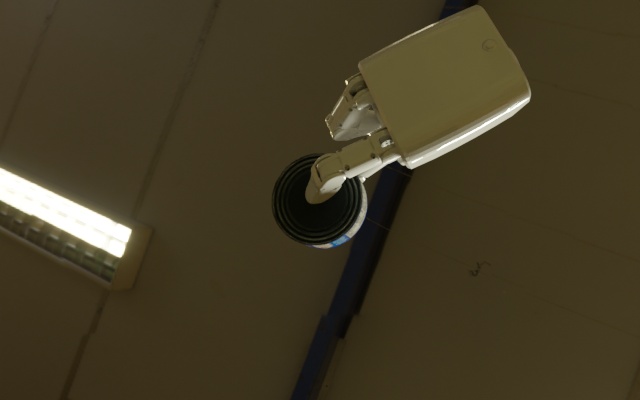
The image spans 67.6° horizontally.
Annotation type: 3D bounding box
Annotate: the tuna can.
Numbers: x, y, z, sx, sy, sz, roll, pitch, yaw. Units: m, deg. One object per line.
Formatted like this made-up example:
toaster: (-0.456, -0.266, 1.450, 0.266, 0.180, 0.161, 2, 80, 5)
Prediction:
tuna can: (0.000, 0.002, 0.446, 0.086, 0.086, 0.034, 0, -12, 16)
